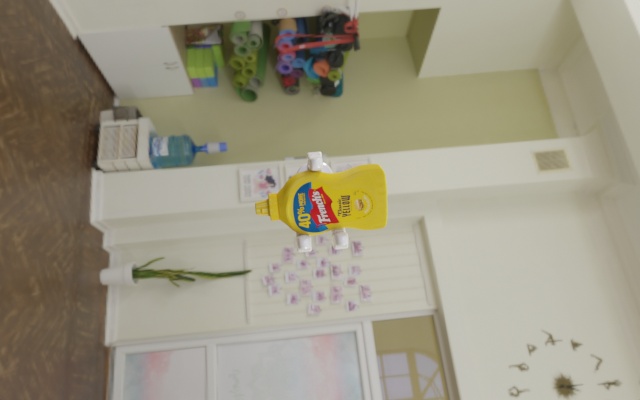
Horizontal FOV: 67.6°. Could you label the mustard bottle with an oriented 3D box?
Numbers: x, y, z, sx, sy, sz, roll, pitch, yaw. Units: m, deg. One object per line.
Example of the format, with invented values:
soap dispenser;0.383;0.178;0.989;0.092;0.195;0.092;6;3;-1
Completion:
mustard bottle;0.000;0.002;0.705;0.191;0.096;0.058;-6;23;-3
